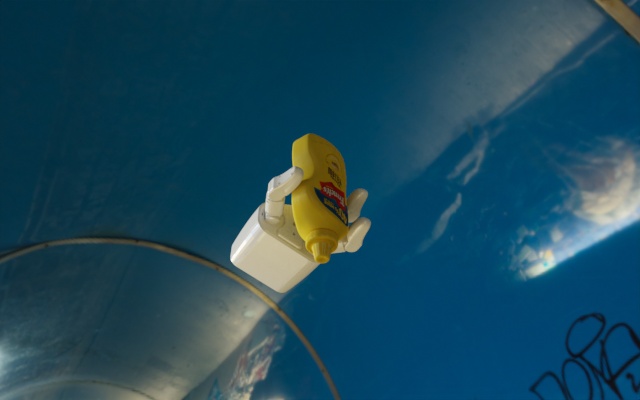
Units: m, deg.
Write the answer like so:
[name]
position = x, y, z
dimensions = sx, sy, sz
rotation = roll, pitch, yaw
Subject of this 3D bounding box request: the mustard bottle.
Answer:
[mustard bottle]
position = 0.000, 0.002, 0.647
dimensions = 0.058, 0.191, 0.096
rotation = -25, -47, 24
